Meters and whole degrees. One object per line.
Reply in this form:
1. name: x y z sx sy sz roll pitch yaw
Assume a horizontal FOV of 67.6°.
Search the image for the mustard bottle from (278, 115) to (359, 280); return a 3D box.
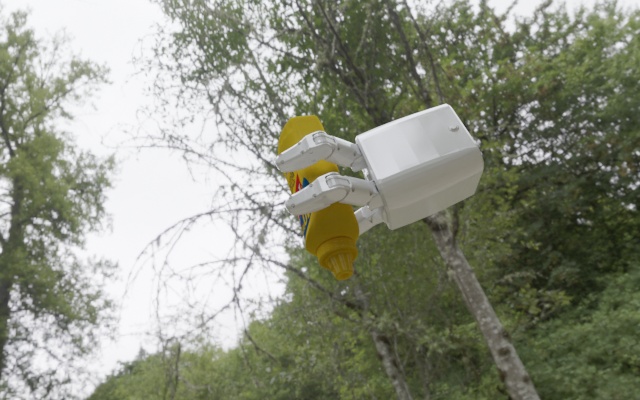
1. mustard bottle: 0.000 0.002 0.523 0.058 0.191 0.096 -7 -39 -16
